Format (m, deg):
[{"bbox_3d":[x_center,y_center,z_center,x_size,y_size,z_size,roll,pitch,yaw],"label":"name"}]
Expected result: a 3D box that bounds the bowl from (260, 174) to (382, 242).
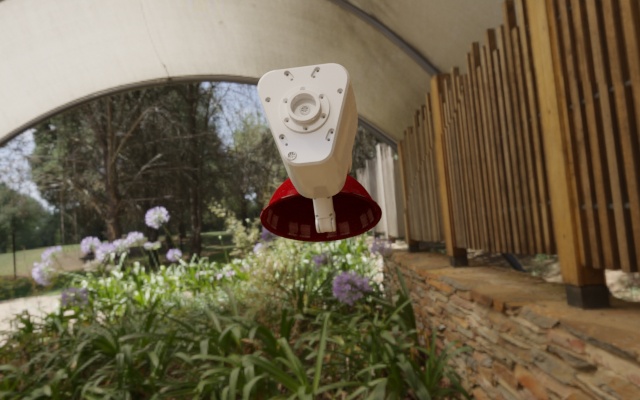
[{"bbox_3d":[0.000,0.002,0.647,0.162,0.055,0.162,-2,-27,-1],"label":"bowl"}]
